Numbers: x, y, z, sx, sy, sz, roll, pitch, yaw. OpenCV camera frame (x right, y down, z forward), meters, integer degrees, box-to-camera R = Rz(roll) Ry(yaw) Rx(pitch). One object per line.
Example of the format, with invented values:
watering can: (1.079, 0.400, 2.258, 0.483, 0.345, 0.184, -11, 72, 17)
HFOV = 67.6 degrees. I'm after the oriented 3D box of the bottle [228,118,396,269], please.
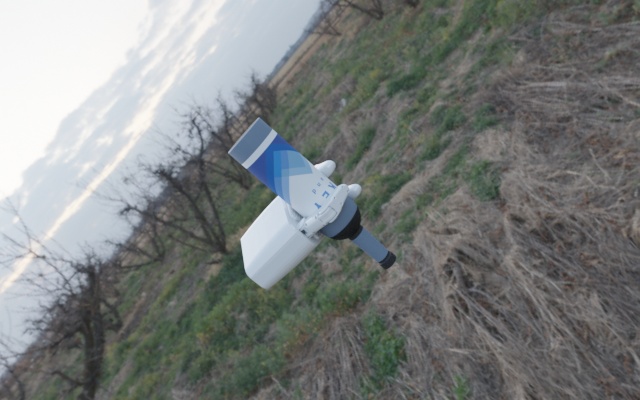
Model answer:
bottle: (0.000, 0.002, 0.703, 0.296, 0.069, 0.069, 41, -12, -14)
